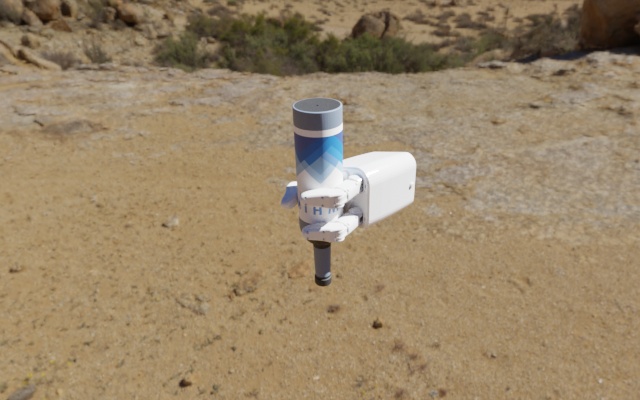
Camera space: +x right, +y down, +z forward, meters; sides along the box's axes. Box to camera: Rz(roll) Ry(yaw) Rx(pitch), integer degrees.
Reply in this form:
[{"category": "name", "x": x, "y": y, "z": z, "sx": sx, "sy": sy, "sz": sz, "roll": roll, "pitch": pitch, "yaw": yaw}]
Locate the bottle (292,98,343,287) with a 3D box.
[{"category": "bottle", "x": 0.000, "y": 0.002, "z": 0.703, "sx": 0.069, "sy": 0.296, "sz": 0.069, "roll": -1, "pitch": 29, "yaw": 1}]
